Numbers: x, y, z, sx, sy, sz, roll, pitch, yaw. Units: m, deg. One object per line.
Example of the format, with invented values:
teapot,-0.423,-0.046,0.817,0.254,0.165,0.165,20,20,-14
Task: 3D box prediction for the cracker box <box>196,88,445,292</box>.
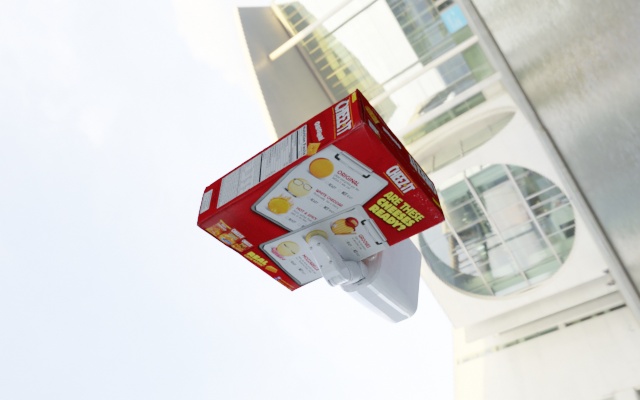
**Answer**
cracker box,0.000,0.002,0.527,0.214,0.072,0.164,-29,-50,23
